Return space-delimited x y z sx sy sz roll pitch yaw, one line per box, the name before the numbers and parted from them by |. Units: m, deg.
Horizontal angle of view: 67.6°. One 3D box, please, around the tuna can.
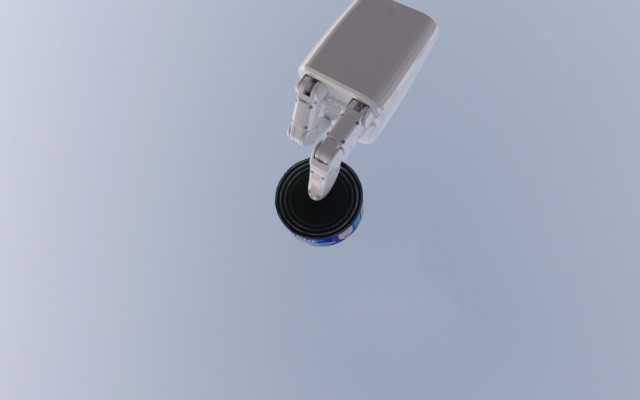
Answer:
tuna can | 0.000 0.002 0.473 0.086 0.086 0.034 0 -20 8
